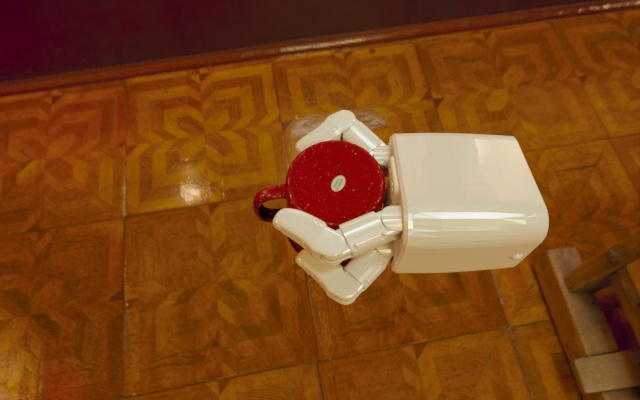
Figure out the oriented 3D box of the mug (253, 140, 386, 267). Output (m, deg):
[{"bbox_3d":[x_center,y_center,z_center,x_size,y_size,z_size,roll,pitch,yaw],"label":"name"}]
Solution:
[{"bbox_3d":[-0.001,0.001,0.415,0.117,0.093,0.081,0,-26,0],"label":"mug"}]
